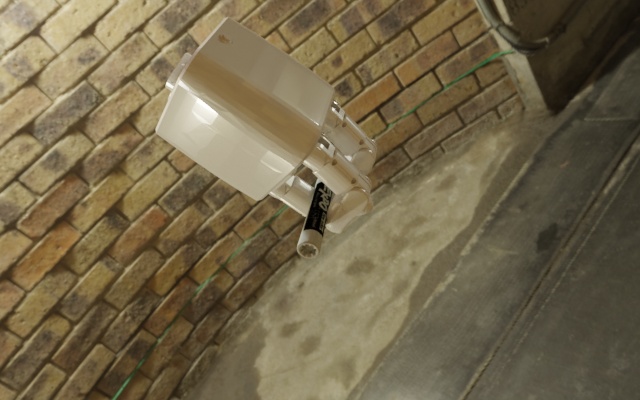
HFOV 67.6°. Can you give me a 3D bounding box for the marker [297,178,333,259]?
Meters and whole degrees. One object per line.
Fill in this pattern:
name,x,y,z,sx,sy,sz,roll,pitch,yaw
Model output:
marker,0.000,0.001,0.423,0.020,0.020,0.121,0,40,12
